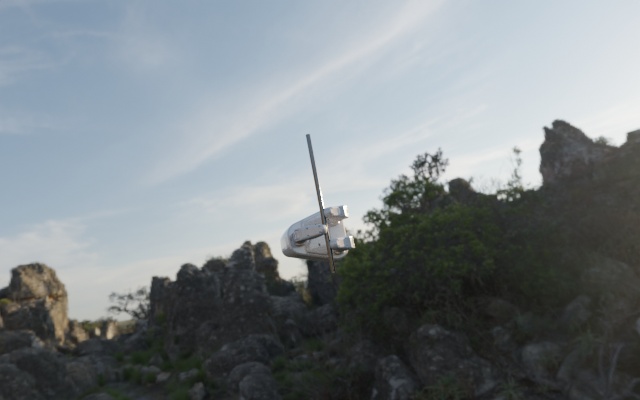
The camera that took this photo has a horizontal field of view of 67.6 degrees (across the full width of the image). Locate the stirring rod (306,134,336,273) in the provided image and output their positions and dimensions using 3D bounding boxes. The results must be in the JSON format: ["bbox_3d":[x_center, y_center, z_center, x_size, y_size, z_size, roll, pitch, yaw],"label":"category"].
[{"bbox_3d":[0.000,0.003,0.806,0.011,0.239,0.011,-10,-9,-2],"label":"stirring rod"}]
